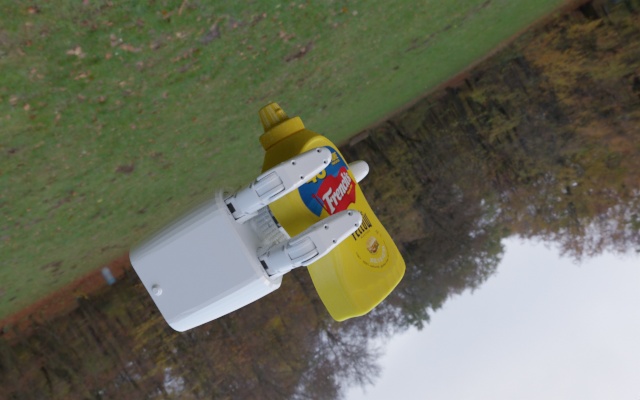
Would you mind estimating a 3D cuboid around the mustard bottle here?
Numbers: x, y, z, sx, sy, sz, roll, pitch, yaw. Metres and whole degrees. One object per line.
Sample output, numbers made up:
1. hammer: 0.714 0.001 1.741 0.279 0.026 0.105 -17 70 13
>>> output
1. mustard bottle: 0.000 0.001 0.422 0.058 0.191 0.096 -27 4 41
